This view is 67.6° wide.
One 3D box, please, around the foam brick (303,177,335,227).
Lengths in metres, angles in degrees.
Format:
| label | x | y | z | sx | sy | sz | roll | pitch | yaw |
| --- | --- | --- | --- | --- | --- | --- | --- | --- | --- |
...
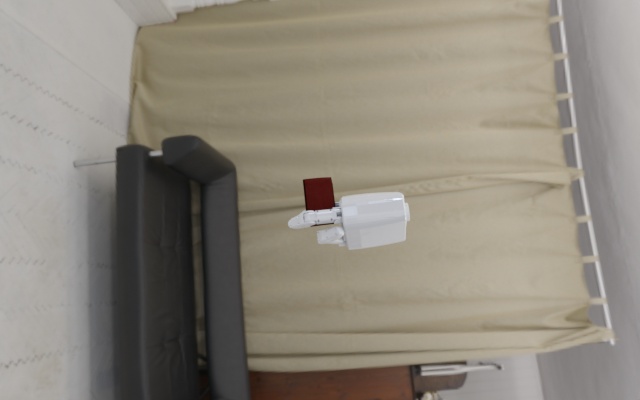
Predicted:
| label | x | y | z | sx | sy | sz | roll | pitch | yaw |
| --- | --- | --- | --- | --- | --- | --- | --- | --- | --- |
| foam brick | 0.000 | 0.003 | 0.856 | 0.051 | 0.078 | 0.053 | -8 | -15 | 5 |
